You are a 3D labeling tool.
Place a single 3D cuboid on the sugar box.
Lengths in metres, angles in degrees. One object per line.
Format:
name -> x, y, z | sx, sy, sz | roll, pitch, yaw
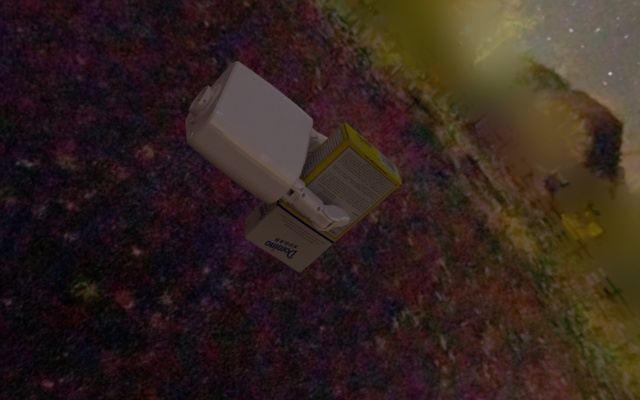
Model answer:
sugar box -> 0.000, 0.001, 0.564 | 0.093, 0.176, 0.048 | 37, 26, -27
